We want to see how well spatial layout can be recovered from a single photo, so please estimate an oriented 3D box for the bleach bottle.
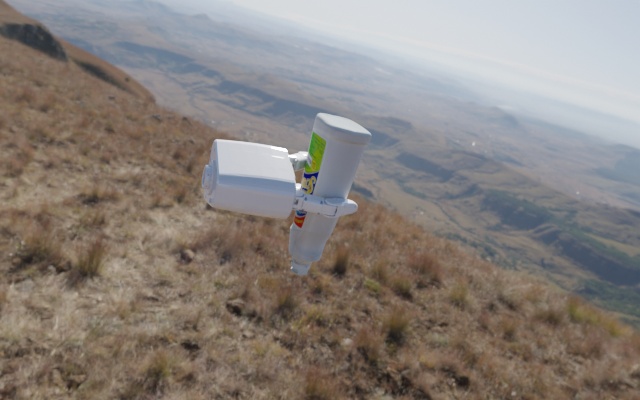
[{"bbox_3d":[0.000,0.002,0.722,0.068,0.251,0.102,8,20,-22],"label":"bleach bottle"}]
